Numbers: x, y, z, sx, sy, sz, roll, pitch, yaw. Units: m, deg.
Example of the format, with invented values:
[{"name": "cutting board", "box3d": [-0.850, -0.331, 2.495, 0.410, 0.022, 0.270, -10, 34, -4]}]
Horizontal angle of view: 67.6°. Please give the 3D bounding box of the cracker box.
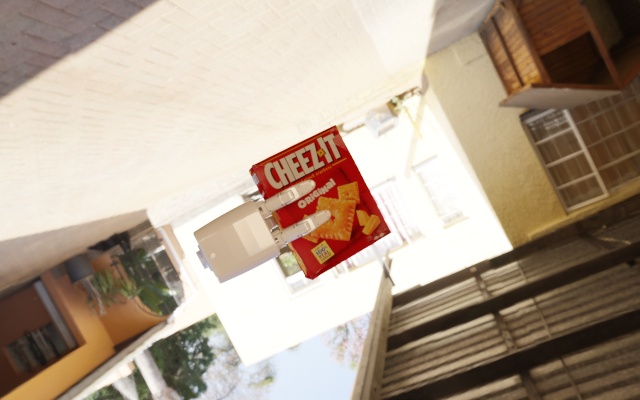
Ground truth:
[{"name": "cracker box", "box3d": [0.000, 0.003, 0.815, 0.164, 0.214, 0.072, -28, 3, -14]}]
